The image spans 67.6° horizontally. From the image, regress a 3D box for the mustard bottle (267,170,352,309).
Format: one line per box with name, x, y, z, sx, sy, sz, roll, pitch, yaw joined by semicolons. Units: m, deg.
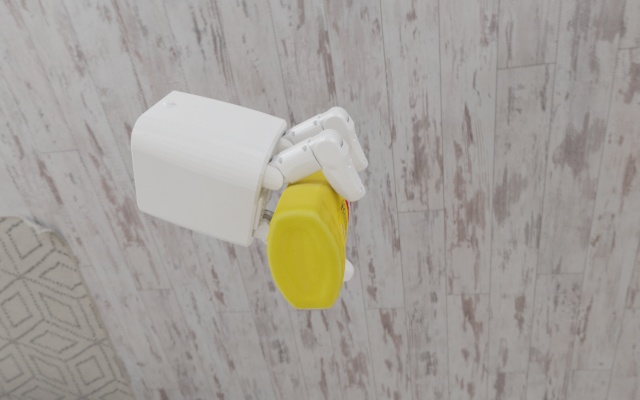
mustard bottle;0.000;0.002;0.435;0.058;0.096;0.191;-4;29;11
